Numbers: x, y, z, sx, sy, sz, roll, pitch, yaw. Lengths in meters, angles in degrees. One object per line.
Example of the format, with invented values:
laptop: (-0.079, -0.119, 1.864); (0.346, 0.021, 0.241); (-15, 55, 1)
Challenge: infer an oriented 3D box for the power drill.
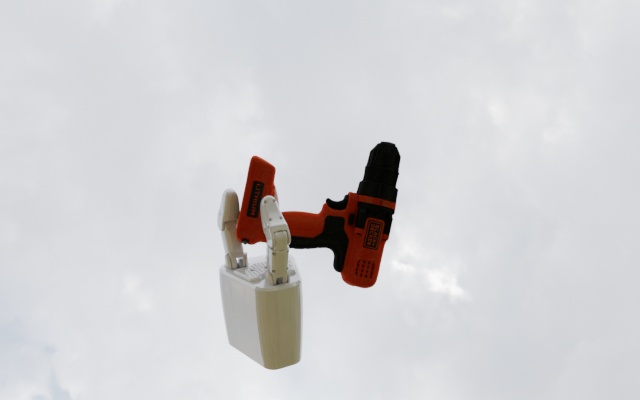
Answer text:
power drill: (0.000, 0.002, 0.582); (0.187, 0.184, 0.057); (13, -5, -7)
